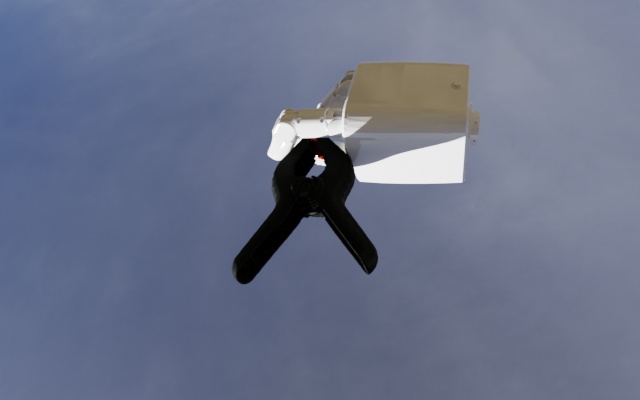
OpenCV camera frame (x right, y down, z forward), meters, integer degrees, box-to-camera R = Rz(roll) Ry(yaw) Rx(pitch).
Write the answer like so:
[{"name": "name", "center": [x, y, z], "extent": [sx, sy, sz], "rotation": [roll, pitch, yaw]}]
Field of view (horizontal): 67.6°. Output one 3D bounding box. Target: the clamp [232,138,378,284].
[{"name": "clamp", "center": [0.000, 0.002, 0.424], "extent": [0.120, 0.171, 0.039], "rotation": [4, -37, 15]}]
